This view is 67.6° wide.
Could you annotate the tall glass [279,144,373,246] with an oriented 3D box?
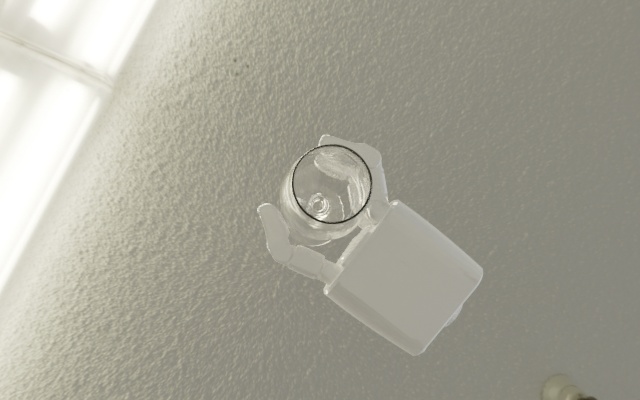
[{"bbox_3d":[0.000,0.002,0.456,0.079,0.079,0.201,0,-8,-5],"label":"tall glass"}]
